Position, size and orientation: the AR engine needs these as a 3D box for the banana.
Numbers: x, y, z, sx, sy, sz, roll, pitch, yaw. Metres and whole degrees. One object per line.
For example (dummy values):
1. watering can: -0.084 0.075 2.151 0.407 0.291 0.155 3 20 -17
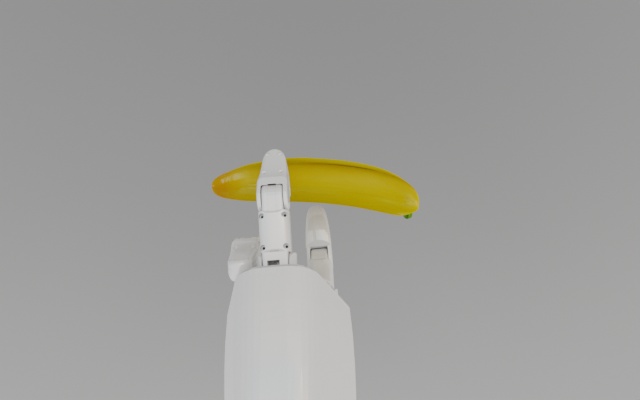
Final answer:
1. banana: 0.010 -0.008 0.411 0.198 0.037 0.070 9 -35 -20
